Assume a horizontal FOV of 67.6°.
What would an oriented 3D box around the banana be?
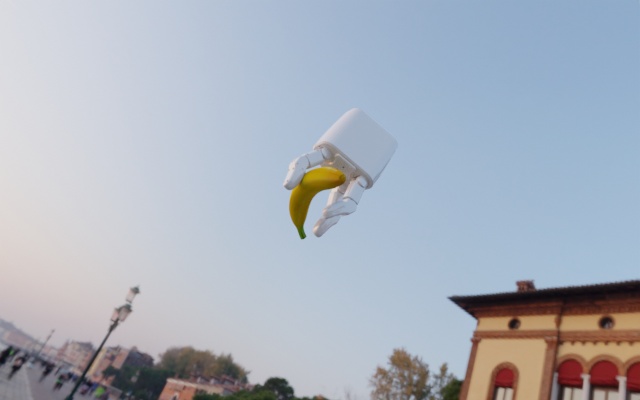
[{"bbox_3d":[-0.014,-0.009,0.768,0.037,0.069,0.198,-37,-12,-33],"label":"banana"}]
